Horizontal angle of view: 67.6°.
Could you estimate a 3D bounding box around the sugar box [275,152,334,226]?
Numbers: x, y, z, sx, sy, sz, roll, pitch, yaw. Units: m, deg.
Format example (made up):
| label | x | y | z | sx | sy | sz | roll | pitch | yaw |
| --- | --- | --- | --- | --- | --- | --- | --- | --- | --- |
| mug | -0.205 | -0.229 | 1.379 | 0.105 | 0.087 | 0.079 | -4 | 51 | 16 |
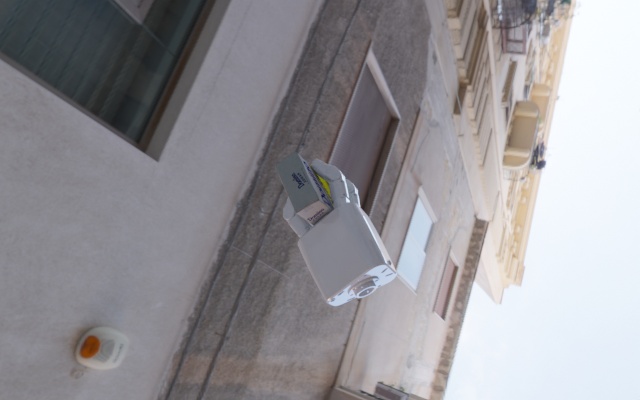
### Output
| label | x | y | z | sx | sy | sz | roll | pitch | yaw |
| --- | --- | --- | --- | --- | --- | --- | --- | --- | --- |
| sugar box | 0.001 | 0.002 | 0.750 | 0.048 | 0.093 | 0.176 | -31 | -29 | 9 |
